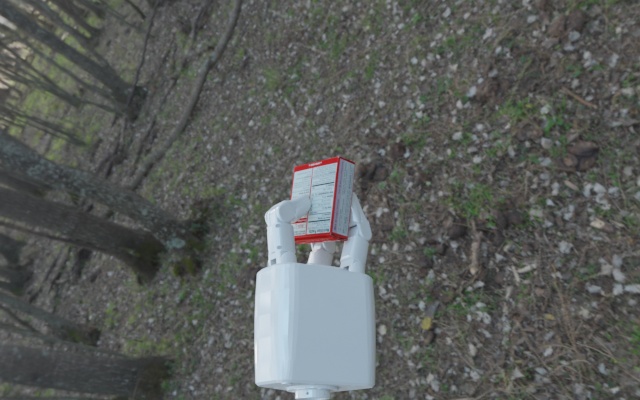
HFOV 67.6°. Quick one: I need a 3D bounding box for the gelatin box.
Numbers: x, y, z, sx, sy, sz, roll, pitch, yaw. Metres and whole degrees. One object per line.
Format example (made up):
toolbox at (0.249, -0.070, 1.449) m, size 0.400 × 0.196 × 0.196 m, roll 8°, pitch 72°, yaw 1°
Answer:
gelatin box at (0.000, 0.001, 0.526) m, size 0.030 × 0.089 × 0.073 m, roll 18°, pitch -19°, yaw -41°
